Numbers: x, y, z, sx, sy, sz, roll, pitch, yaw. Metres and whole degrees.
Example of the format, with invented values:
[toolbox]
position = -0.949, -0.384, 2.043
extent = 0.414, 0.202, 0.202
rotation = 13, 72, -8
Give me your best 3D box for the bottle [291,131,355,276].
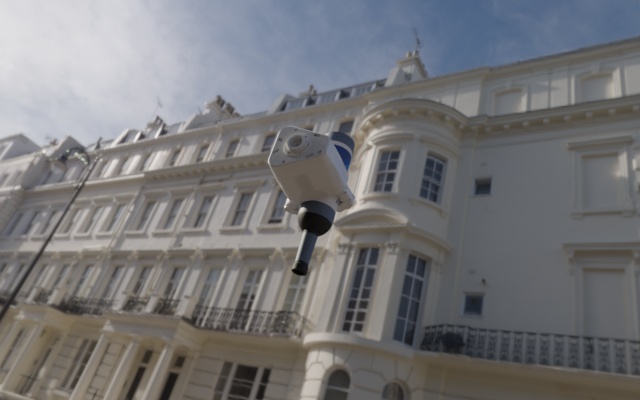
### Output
[bottle]
position = 0.000, 0.003, 0.897
extent = 0.069, 0.295, 0.069
rotation = 13, -30, 8
